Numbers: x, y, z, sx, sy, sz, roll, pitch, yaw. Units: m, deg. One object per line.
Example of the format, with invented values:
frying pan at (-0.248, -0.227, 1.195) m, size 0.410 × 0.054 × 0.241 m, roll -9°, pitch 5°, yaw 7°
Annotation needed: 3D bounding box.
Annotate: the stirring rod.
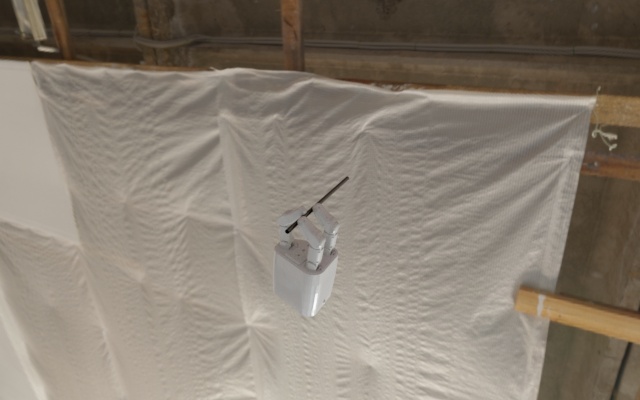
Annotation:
stirring rod at (0.000, 0.003, 0.879) m, size 0.011 × 0.011 × 0.239 m, roll 0°, pitch 24°, yaw 30°
